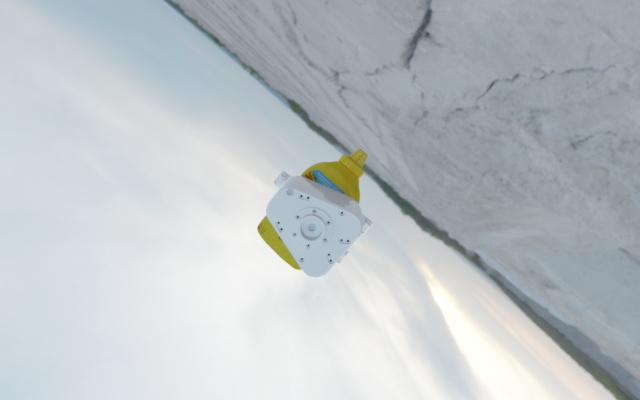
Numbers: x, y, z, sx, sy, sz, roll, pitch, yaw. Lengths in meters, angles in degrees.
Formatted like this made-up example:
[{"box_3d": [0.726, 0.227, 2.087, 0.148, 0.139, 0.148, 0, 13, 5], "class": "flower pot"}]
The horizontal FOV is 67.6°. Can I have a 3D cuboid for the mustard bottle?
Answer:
[{"box_3d": [0.000, 0.002, 0.695, 0.096, 0.191, 0.058, 43, 7, 21], "class": "mustard bottle"}]
